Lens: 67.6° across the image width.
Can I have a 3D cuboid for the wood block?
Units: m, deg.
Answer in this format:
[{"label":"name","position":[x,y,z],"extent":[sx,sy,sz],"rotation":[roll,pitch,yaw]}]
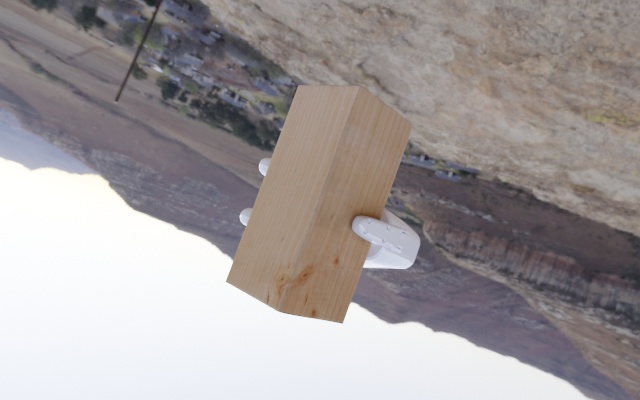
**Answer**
[{"label":"wood block","position":[0.000,0.002,0.464],"extent":[0.091,0.206,0.090],"rotation":[15,-6,46]}]
